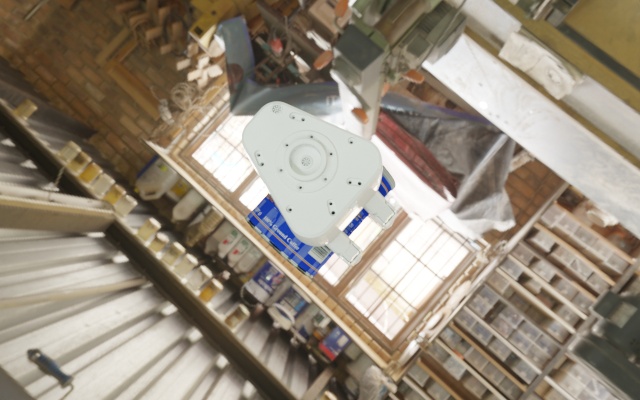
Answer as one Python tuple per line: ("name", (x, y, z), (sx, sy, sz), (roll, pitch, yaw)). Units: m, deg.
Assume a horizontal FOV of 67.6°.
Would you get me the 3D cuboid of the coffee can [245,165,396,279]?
("coffee can", (0.000, 0.002, 0.536), (0.103, 0.140, 0.103), (42, -3, 3))
